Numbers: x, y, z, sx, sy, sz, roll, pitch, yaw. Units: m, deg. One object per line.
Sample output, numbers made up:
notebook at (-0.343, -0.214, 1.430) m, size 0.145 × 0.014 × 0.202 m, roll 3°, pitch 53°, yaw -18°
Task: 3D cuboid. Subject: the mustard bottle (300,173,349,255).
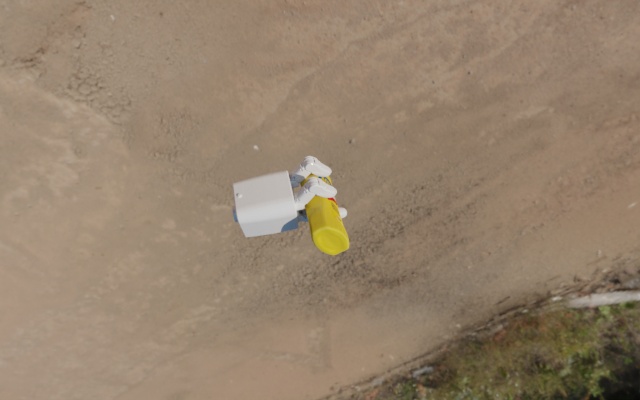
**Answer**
mustard bottle at (0.001, 0.003, 0.899) m, size 0.058 × 0.191 × 0.096 m, roll -27°, pitch -40°, yaw 15°
